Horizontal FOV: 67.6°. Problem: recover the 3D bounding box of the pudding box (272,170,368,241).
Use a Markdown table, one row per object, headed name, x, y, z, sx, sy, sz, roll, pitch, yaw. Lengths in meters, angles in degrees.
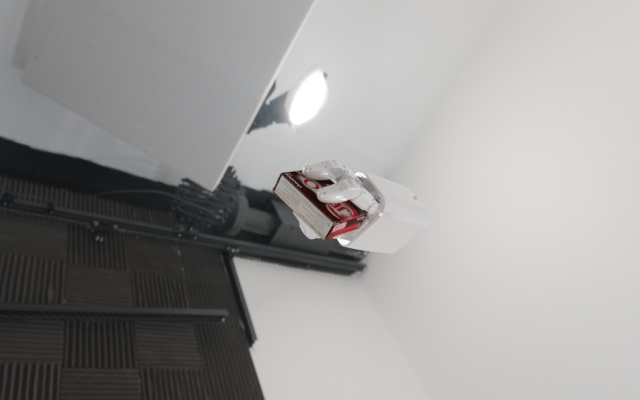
| name | x | y | z | sx | sy | sz | roll | pitch | yaw |
| --- | --- | --- | --- | --- | --- | --- | --- | --- | --- |
| pudding box | 0.000 | 0.002 | 0.684 | 0.113 | 0.039 | 0.090 | 40 | 27 | 23 |
